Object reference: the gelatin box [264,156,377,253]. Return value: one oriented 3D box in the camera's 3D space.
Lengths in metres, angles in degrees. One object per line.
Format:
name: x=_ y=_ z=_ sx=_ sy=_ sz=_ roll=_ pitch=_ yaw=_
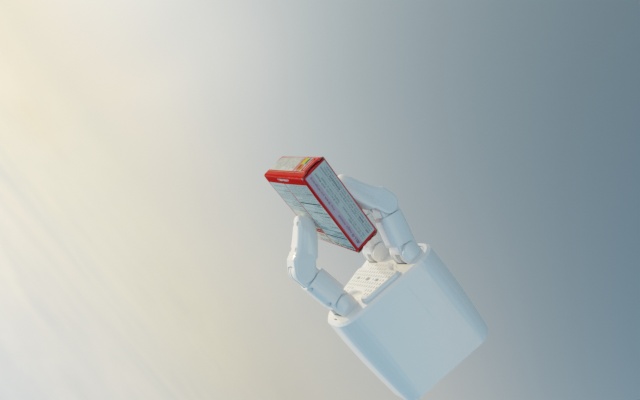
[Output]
gelatin box: x=0.000 y=0.001 z=0.424 sx=0.030 sy=0.089 sz=0.073 roll=-47 pitch=26 yaw=-18
